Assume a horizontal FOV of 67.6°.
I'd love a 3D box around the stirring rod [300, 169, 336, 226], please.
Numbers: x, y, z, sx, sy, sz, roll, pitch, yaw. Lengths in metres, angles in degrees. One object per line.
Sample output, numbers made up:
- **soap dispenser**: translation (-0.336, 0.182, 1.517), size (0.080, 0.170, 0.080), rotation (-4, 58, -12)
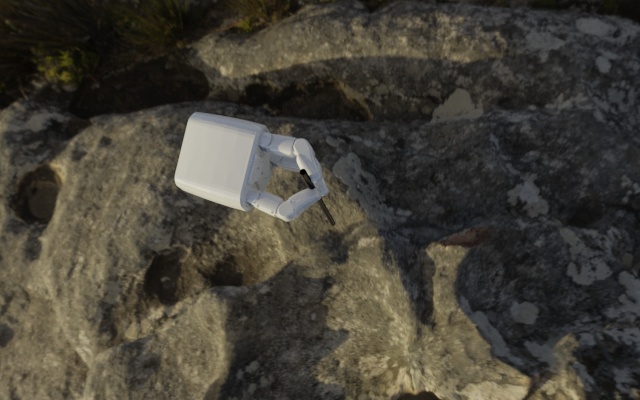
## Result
- **stirring rod**: translation (0.000, 0.002, 0.679), size (0.011, 0.011, 0.240), rotation (0, -18, 11)
